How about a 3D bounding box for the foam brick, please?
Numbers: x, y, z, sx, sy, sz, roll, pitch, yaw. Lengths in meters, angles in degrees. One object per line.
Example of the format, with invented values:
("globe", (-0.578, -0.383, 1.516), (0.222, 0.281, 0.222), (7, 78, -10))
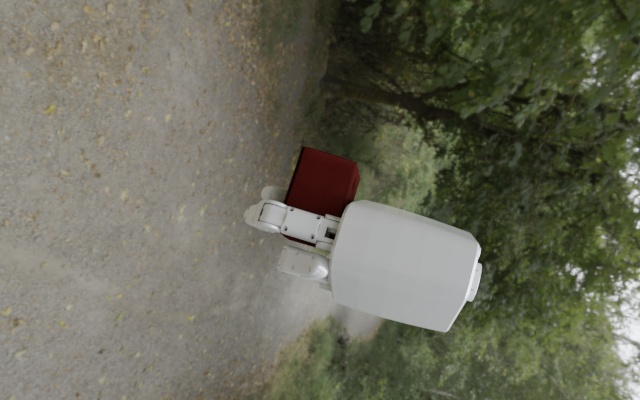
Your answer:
("foam brick", (0.000, 0.001, 0.425), (0.051, 0.078, 0.053), (15, -12, 13))
